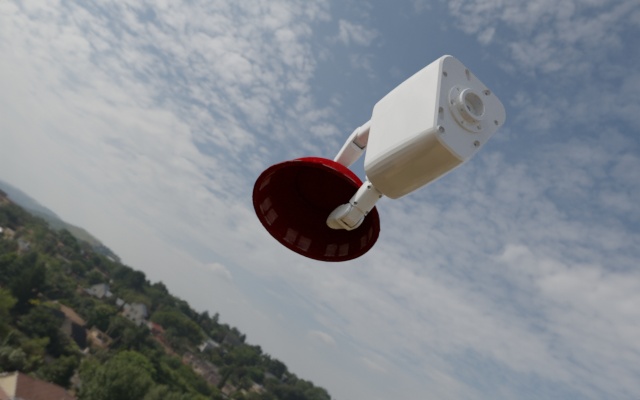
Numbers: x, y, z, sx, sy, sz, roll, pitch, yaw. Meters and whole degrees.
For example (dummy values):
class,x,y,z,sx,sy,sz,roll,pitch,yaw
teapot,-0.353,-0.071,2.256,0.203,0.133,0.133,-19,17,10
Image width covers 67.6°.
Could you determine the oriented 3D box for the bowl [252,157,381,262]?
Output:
class,x,y,z,sx,sy,sz,roll,pitch,yaw
bowl,-0.001,0.002,0.591,0.162,0.162,0.055,0,40,23
